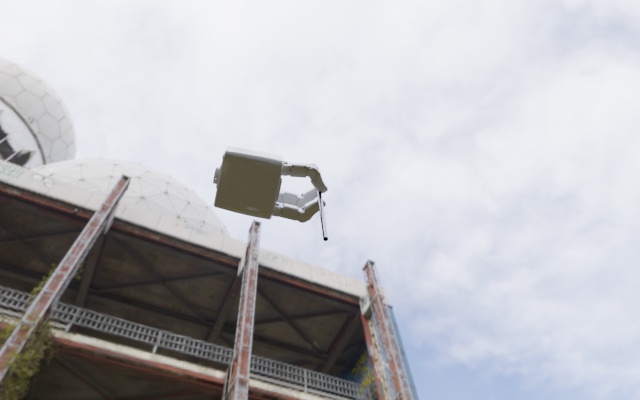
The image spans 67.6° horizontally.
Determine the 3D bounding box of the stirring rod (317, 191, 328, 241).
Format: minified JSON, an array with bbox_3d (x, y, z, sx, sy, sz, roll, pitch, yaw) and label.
[{"bbox_3d":[0.000,0.003,0.850,0.011,0.011,0.239,0,29,-4],"label":"stirring rod"}]
